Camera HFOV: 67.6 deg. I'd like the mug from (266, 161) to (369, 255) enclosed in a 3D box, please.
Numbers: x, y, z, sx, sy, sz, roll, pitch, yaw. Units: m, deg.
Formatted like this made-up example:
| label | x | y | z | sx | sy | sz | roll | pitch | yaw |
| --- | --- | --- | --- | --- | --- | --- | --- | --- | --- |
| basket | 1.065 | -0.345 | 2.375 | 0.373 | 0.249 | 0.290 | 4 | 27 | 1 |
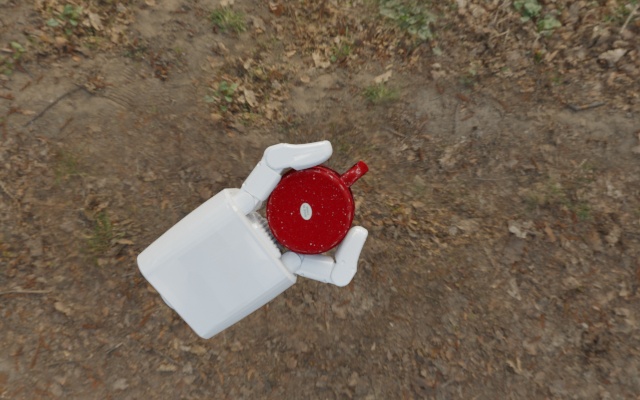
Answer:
| label | x | y | z | sx | sy | sz | roll | pitch | yaw |
| --- | --- | --- | --- | --- | --- | --- | --- | --- | --- |
| mug | 0.001 | 0.001 | 0.474 | 0.117 | 0.093 | 0.081 | -36 | 2 | 2 |
